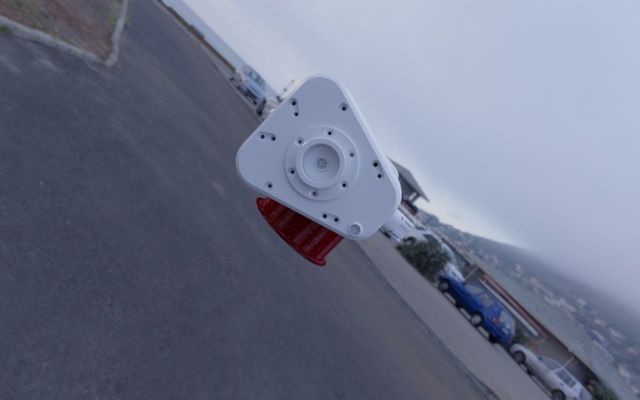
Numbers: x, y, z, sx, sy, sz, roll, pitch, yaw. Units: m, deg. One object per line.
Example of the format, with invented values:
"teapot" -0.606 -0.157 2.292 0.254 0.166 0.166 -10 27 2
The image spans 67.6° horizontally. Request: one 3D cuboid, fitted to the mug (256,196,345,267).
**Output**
"mug" 0.000 0.001 0.475 0.093 0.081 0.117 45 7 1
